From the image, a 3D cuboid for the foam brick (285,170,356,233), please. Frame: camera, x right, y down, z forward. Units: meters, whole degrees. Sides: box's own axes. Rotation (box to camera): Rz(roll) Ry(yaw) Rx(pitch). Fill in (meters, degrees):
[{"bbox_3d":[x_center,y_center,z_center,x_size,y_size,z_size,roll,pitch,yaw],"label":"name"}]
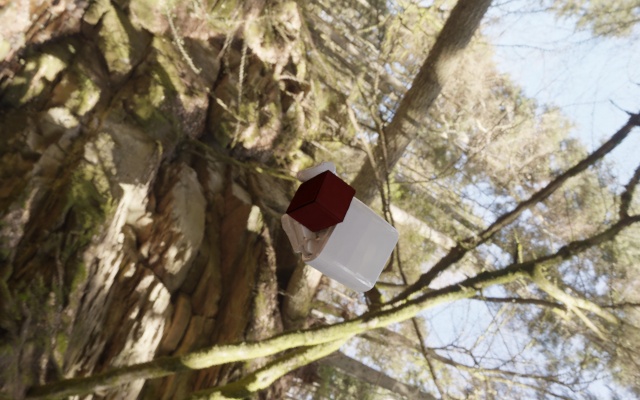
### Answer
[{"bbox_3d":[0.000,0.002,0.642,0.051,0.053,0.078,36,-29,-19],"label":"foam brick"}]
